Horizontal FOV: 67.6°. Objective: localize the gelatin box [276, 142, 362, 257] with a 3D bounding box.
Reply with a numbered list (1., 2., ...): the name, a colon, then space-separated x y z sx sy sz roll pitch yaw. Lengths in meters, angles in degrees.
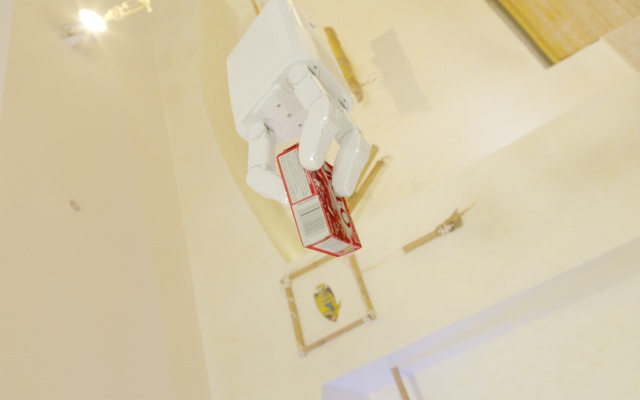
1. gelatin box: 0.000 0.002 0.421 0.030 0.089 0.073 -25 -22 17
